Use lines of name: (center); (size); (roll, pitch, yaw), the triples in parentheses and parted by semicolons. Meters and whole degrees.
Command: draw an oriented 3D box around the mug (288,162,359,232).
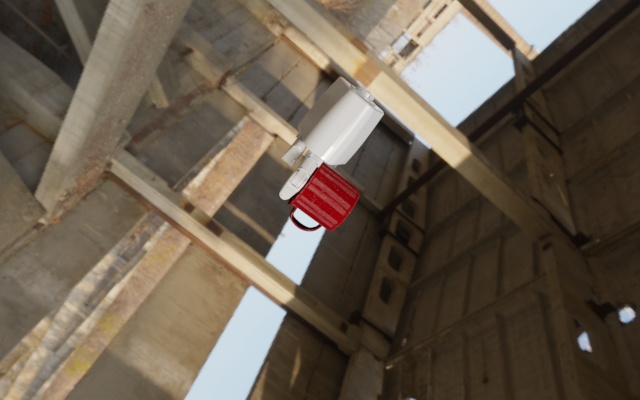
mug: (-0.001, 0.004, 0.761); (0.081, 0.117, 0.093); (37, 17, -9)
